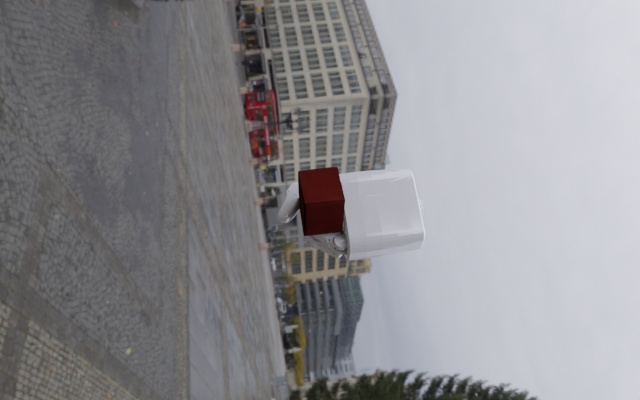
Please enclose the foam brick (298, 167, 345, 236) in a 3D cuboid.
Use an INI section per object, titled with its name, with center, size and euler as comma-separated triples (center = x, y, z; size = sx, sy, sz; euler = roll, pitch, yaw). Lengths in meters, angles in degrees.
[foam brick]
center = 0.000, 0.002, 0.606
size = 0.051, 0.053, 0.078
euler = -7, -33, -5
